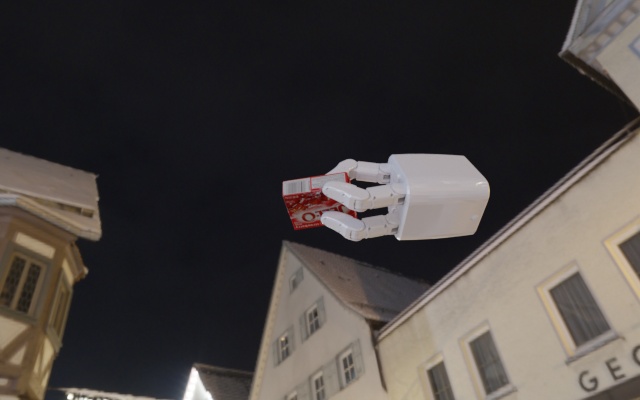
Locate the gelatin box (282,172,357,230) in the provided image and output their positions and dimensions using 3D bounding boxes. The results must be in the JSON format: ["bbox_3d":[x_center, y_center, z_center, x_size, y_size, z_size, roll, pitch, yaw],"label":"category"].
[{"bbox_3d":[0.000,0.002,0.640,0.089,0.030,0.073,-8,-42,7],"label":"gelatin box"}]
